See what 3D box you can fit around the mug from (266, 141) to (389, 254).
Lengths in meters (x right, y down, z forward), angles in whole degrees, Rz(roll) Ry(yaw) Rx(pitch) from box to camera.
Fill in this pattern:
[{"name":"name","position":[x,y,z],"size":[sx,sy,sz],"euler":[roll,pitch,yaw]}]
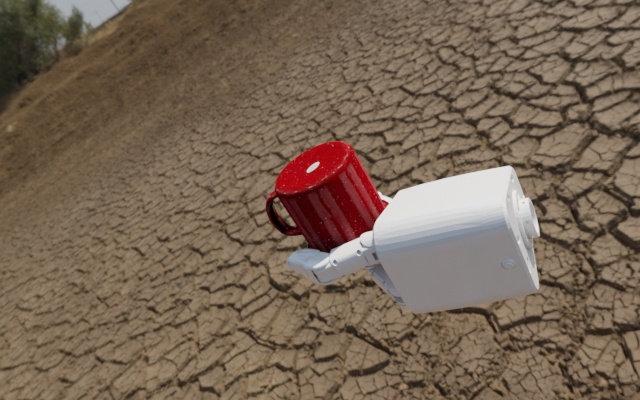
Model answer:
[{"name":"mug","position":[-0.001,0.002,0.454],"size":[0.117,0.081,0.093],"euler":[-15,32,29]}]
